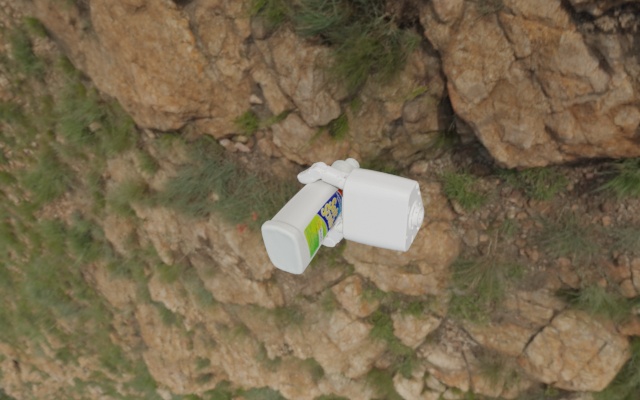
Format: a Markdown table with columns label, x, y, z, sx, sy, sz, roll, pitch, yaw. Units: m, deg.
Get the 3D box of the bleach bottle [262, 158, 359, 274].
| label | x | y | z | sx | sy | sz | roll | pitch | yaw |
| --- | --- | --- | --- | --- | --- | --- | --- | --- | --- |
| bleach bottle | 0.000 | 0.003 | 0.804 | 0.068 | 0.103 | 0.250 | 14 | 45 | 26 |
